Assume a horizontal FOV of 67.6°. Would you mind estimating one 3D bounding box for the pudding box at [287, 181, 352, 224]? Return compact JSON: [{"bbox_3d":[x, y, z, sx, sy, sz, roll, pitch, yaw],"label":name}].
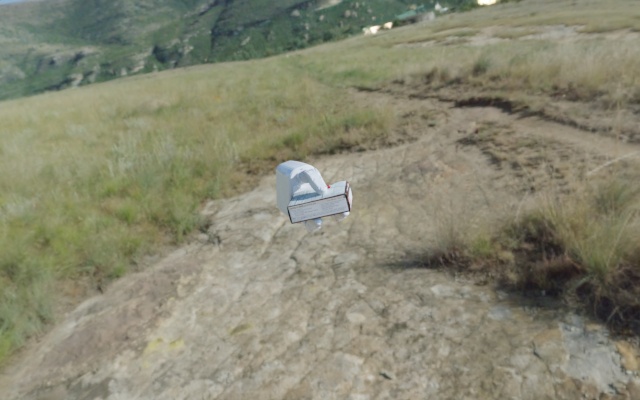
[{"bbox_3d":[0.000,0.003,0.883,0.113,0.039,0.090,-14,16,10],"label":"pudding box"}]
